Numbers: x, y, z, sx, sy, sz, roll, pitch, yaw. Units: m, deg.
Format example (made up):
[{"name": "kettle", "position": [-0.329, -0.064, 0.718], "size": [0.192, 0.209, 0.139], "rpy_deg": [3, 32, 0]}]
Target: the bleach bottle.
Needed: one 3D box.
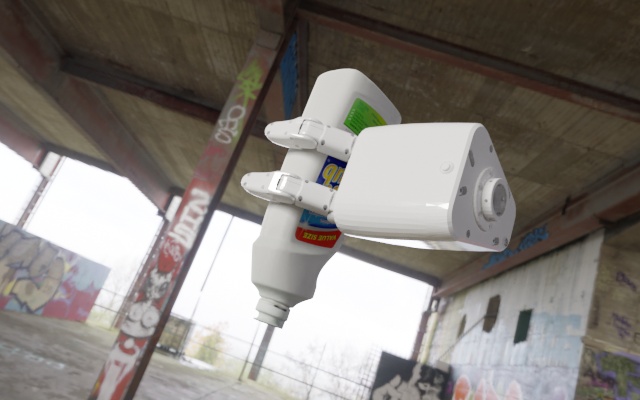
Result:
[{"name": "bleach bottle", "position": [0.000, 0.001, 0.467], "size": [0.068, 0.250, 0.103], "rpy_deg": [3, -24, 44]}]
